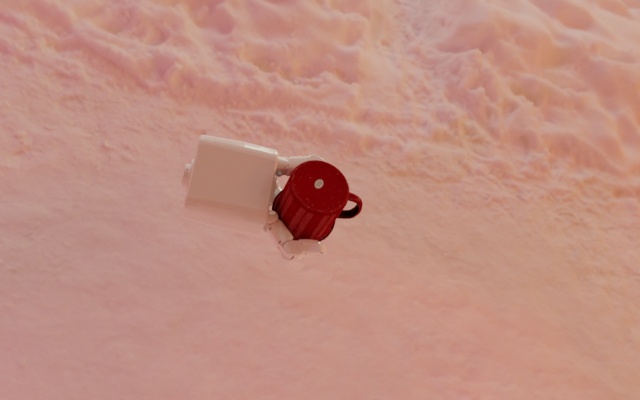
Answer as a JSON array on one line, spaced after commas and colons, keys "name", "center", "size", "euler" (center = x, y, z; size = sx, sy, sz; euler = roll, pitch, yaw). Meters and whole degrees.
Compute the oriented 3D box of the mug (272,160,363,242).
[{"name": "mug", "center": [0.002, 0.002, 0.641], "size": [0.117, 0.093, 0.081], "euler": [12, -32, -13]}]
